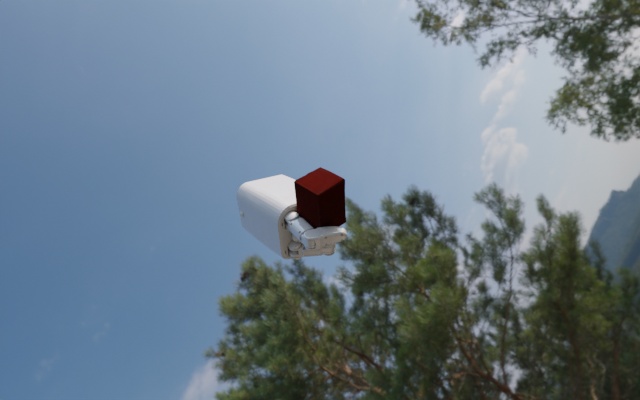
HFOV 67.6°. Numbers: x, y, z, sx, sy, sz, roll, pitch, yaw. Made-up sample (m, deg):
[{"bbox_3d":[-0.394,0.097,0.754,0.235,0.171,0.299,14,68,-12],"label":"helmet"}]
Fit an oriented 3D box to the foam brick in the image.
[{"bbox_3d":[0.000,0.002,0.676,0.053,0.078,0.051,-30,44,-31],"label":"foam brick"}]
